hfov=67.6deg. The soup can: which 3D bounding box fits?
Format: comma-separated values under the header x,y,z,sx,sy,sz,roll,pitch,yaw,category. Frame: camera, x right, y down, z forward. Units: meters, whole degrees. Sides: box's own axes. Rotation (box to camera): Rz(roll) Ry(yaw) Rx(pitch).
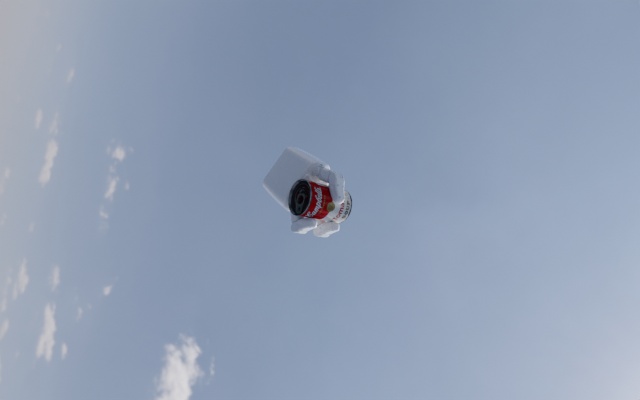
x,y,z,sx,sy,sz,roll,pitch,yaw,category
0.001,0.003,0.889,0.102,0.068,0.068,12,-8,-38,soup can
